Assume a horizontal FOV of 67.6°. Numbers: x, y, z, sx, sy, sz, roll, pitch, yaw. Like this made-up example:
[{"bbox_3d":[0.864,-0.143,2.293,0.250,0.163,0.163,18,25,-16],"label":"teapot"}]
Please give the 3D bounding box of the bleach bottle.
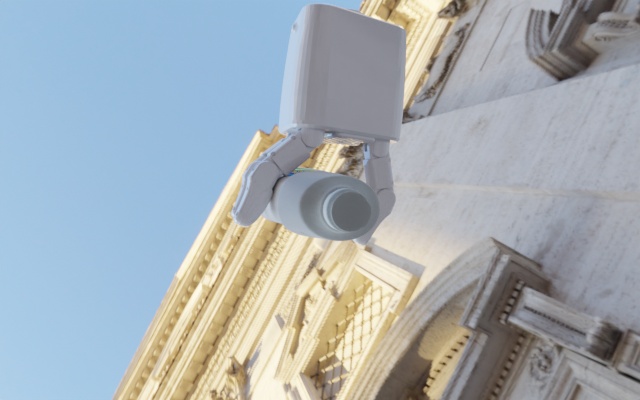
[{"bbox_3d":[0.000,0.001,0.448,0.102,0.068,0.251,5,2,-14],"label":"bleach bottle"}]
